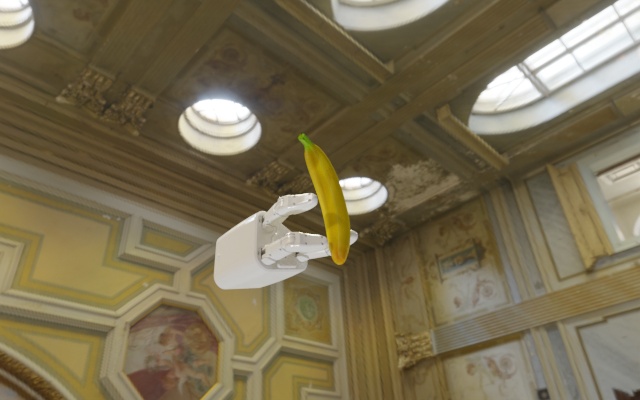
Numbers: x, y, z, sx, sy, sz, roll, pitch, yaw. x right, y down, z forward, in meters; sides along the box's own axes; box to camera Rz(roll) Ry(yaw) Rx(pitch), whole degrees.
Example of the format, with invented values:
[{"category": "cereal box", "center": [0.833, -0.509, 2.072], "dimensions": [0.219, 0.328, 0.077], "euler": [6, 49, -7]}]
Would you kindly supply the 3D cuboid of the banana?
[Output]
[{"category": "banana", "center": [0.010, -0.001, 0.707], "dimensions": [0.037, 0.197, 0.069], "euler": [-26, -14, 32]}]
